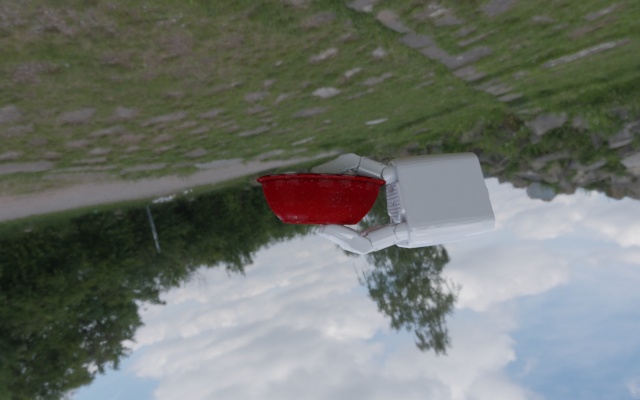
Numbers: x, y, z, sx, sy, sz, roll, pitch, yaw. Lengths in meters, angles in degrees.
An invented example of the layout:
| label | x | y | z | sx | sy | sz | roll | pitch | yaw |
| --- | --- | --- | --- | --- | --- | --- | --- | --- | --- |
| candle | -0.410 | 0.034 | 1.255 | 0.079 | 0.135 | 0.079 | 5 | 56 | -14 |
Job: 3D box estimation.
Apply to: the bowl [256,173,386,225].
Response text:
| label | x | y | z | sx | sy | sz | roll | pitch | yaw |
| --- | --- | --- | --- | --- | --- | --- | --- | --- | --- |
| bowl | -0.001 | 0.002 | 0.595 | 0.162 | 0.055 | 0.162 | 2 | -4 | 0 |
